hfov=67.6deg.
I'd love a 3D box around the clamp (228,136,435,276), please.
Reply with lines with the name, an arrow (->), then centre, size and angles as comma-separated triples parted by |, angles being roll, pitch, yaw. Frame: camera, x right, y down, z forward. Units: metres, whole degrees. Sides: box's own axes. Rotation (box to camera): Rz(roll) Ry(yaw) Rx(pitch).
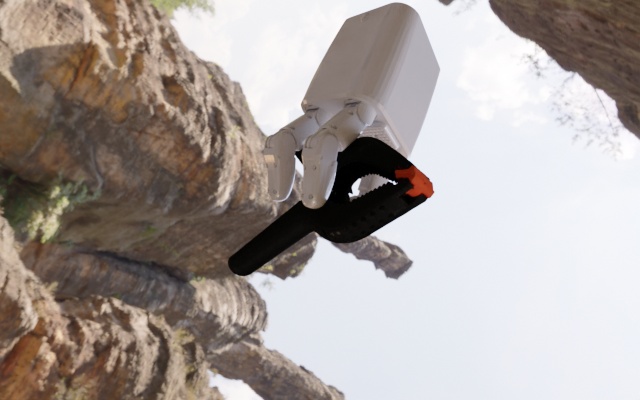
clamp -> 0.001, 0.002, 0.418 | 0.036, 0.164, 0.210 | 33, -18, -36
